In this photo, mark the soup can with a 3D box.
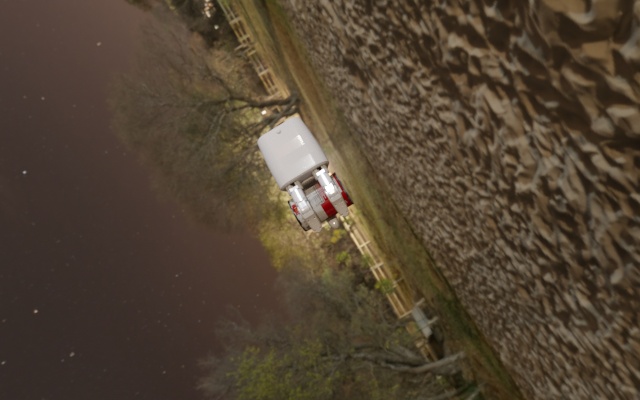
[{"bbox_3d":[0.000,0.003,0.866,0.102,0.068,0.068,-31,-2,3],"label":"soup can"}]
